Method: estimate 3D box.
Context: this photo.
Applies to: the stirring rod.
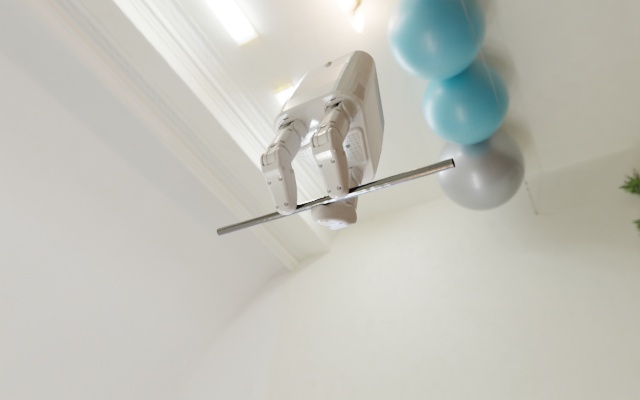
[{"bbox_3d":[0.000,0.001,0.421,0.239,0.011,0.011,-17,-8,28],"label":"stirring rod"}]
